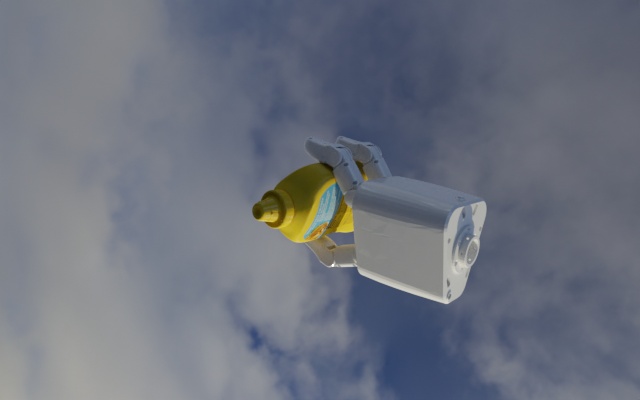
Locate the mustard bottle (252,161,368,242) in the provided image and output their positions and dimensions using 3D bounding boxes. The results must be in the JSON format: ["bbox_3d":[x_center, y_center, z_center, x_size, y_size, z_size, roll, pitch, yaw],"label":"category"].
[{"bbox_3d":[0.000,0.002,0.552,0.191,0.096,0.058,-10,44,-48],"label":"mustard bottle"}]
